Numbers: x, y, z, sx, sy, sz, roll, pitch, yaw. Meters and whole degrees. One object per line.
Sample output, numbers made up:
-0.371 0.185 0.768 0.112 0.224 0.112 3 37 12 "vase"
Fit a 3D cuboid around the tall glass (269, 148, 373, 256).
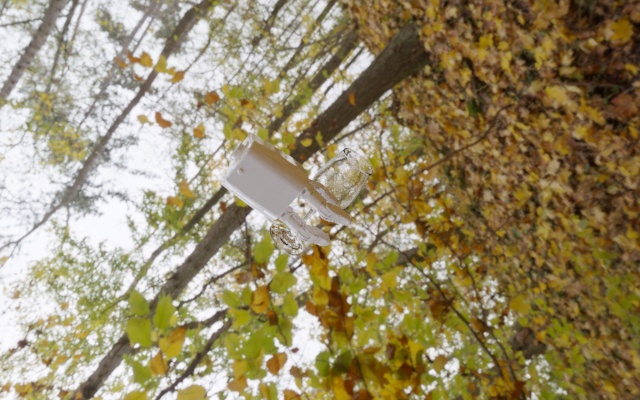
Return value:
0.000 0.003 0.813 0.201 0.079 0.079 -47 -23 24 "tall glass"
